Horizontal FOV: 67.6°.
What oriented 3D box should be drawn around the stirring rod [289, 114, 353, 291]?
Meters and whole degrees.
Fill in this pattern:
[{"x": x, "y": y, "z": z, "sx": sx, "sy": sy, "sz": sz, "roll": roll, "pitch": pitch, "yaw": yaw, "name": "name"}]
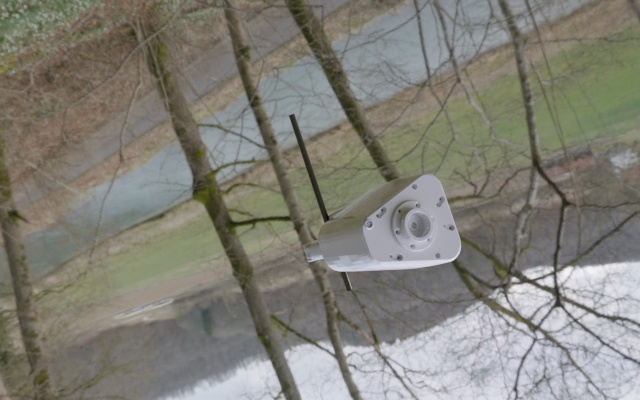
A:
[{"x": 0.000, "y": 0.002, "z": 0.621, "sx": 0.011, "sy": 0.239, "sz": 0.011, "roll": -18, "pitch": -2, "yaw": -1, "name": "stirring rod"}]
